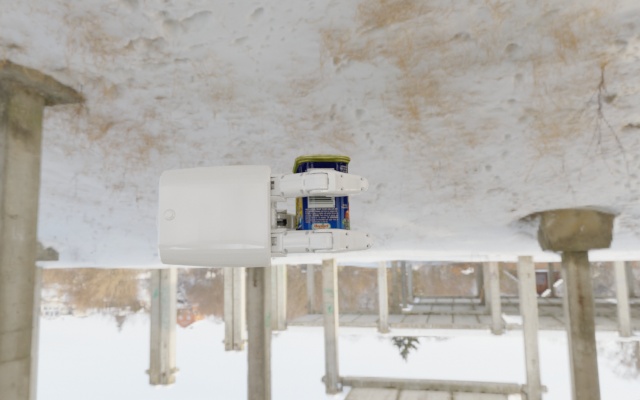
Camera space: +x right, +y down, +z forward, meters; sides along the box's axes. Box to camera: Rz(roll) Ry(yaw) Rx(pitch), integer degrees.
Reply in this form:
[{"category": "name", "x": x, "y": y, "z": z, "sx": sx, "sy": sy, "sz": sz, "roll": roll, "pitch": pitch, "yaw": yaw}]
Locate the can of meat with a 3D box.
[{"category": "can of meat", "x": 0.000, "y": 0.002, "z": 0.515, "sx": 0.057, "sy": 0.084, "sz": 0.102, "roll": 0, "pitch": -7, "yaw": -6}]
